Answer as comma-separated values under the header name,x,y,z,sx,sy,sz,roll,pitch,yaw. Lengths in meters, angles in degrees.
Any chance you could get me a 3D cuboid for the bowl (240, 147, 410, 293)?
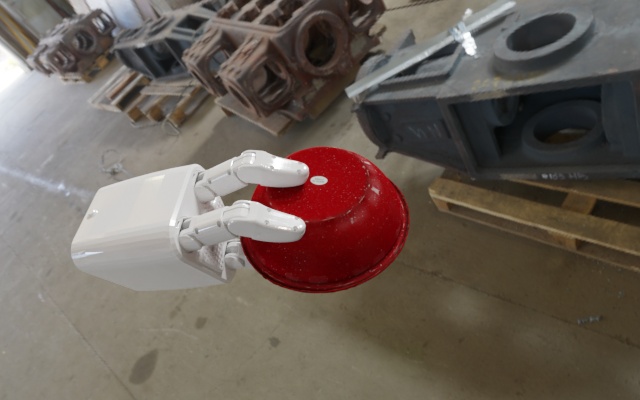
name,x,y,z,sx,sy,sz,roll,pitch,yaw
bowl,0.001,0.001,0.435,0.162,0.162,0.055,0,-42,9
